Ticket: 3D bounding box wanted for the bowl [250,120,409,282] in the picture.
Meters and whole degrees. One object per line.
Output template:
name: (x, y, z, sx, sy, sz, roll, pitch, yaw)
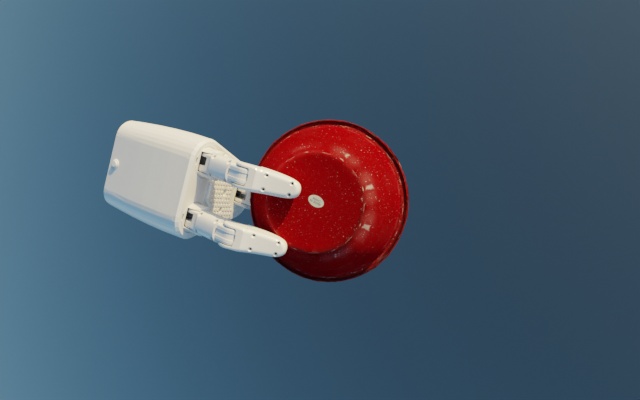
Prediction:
bowl: (0.001, 0.002, 0.449, 0.162, 0.162, 0.055, 0, 2, 13)
